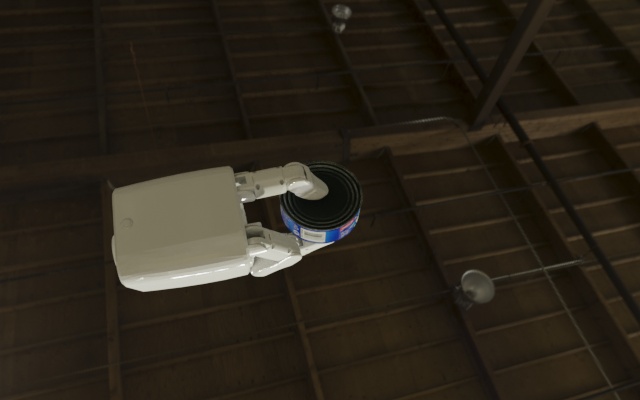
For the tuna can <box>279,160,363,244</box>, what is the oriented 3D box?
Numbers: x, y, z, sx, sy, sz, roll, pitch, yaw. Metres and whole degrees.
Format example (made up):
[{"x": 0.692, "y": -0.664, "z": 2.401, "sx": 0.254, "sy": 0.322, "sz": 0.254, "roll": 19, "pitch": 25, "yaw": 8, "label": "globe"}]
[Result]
[{"x": 0.000, "y": 0.002, "z": 0.502, "sx": 0.086, "sy": 0.086, "sz": 0.034, "roll": 0, "pitch": -32, "yaw": -2, "label": "tuna can"}]
